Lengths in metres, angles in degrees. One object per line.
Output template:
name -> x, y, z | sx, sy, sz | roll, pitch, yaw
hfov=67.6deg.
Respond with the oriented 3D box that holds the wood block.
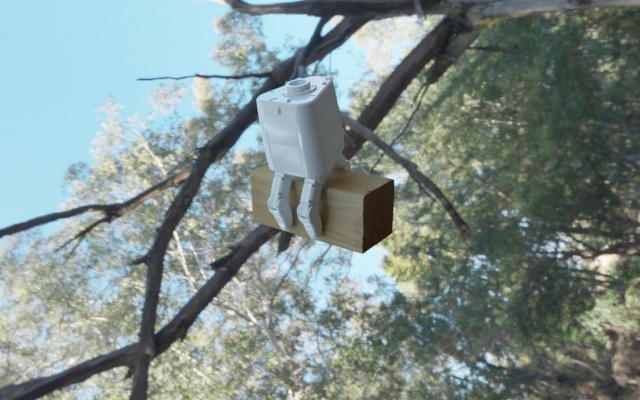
wood block -> 0.000, 0.002, 0.731 | 0.206, 0.090, 0.091 | 14, 26, 34
